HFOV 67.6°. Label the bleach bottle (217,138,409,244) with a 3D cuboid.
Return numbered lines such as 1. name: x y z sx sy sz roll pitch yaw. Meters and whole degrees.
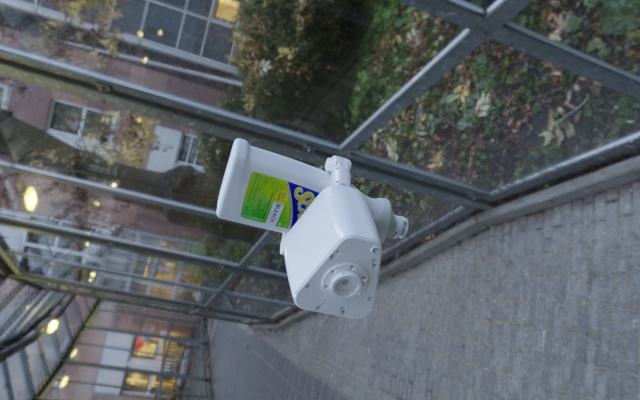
1. bleach bottle: 0.000 0.002 0.620 0.251 0.103 0.068 14 26 -16
